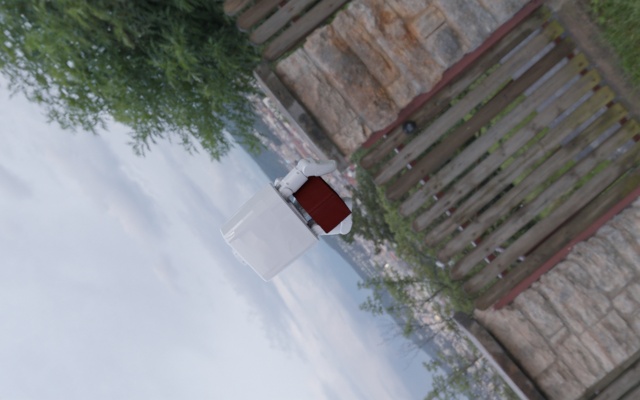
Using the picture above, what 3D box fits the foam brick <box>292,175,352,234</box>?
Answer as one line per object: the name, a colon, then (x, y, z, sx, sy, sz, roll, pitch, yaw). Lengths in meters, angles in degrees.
foam brick: (0.000, 0.002, 0.718, 0.053, 0.051, 0.078, 50, -2, -37)
